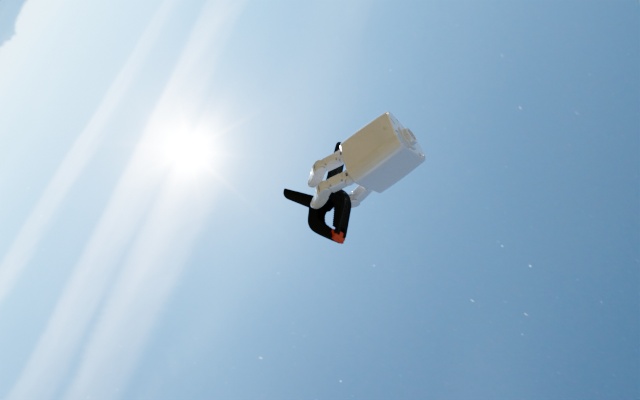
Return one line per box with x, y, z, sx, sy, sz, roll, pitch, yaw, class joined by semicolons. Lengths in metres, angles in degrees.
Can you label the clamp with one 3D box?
0.001;0.004;0.897;0.164;0.209;0.036;-36;-47;25;clamp
